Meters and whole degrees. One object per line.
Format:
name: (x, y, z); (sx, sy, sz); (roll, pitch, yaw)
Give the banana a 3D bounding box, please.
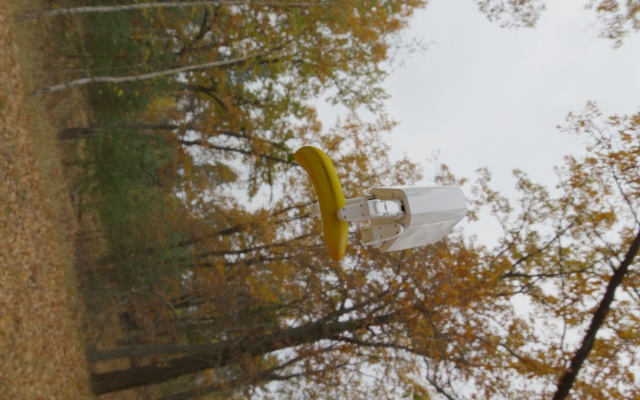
banana: (0.004, -0.012, 0.667); (0.037, 0.197, 0.070); (-6, -37, -25)
